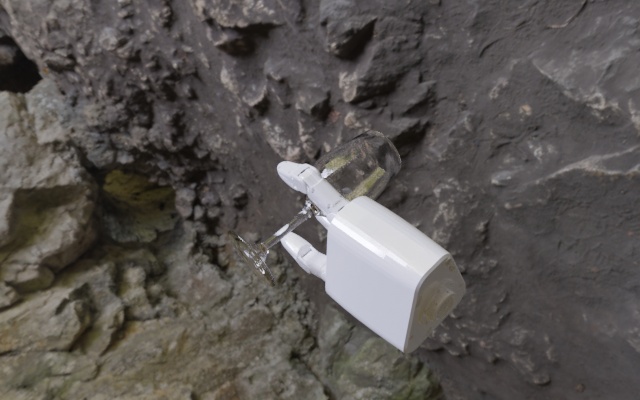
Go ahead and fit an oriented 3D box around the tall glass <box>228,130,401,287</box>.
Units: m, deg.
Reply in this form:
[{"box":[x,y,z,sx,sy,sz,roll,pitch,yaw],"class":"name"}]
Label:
[{"box":[-0.001,0.002,0.527,0.201,0.079,0.079,-40,16,-21],"class":"tall glass"}]
